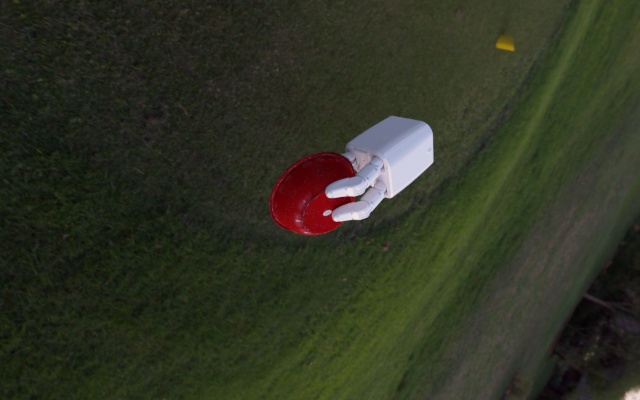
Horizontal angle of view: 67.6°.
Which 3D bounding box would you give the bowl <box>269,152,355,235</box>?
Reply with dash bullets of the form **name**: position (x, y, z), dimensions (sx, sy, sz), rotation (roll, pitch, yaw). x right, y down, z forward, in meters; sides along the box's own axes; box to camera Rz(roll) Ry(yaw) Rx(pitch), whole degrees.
- **bowl**: position (-0.001, 0.004, 0.782), dimensions (0.162, 0.162, 0.055), rotation (0, 36, -34)
